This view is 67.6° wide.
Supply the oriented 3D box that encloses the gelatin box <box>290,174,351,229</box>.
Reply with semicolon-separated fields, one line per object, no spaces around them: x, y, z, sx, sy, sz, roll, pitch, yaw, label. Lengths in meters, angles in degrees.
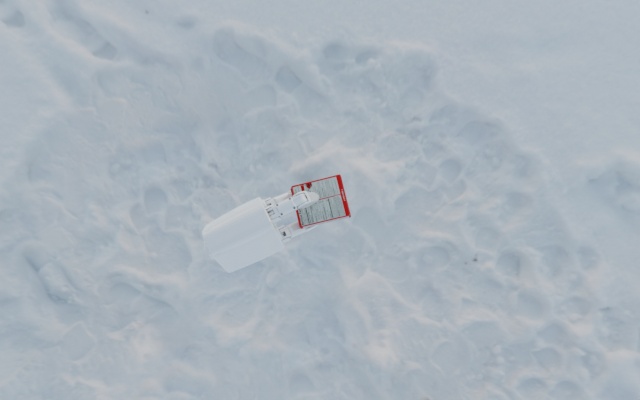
0.000;0.002;0.809;0.089;0.073;0.030;-14;-10;2;gelatin box
